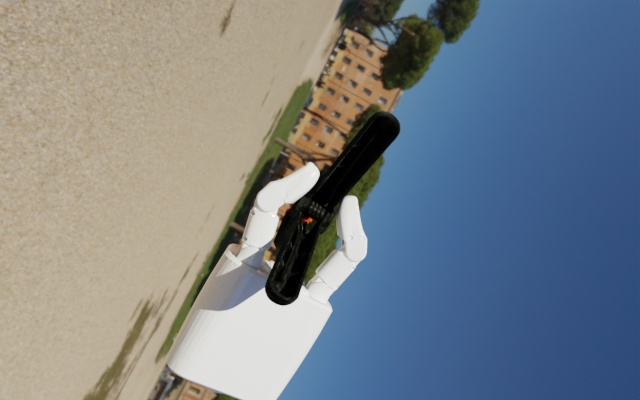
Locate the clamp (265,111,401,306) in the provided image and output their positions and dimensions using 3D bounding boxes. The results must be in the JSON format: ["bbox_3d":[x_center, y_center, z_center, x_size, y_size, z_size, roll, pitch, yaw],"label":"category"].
[{"bbox_3d":[0.001,0.002,0.435,0.036,0.164,0.210,35,-3,-7],"label":"clamp"}]
